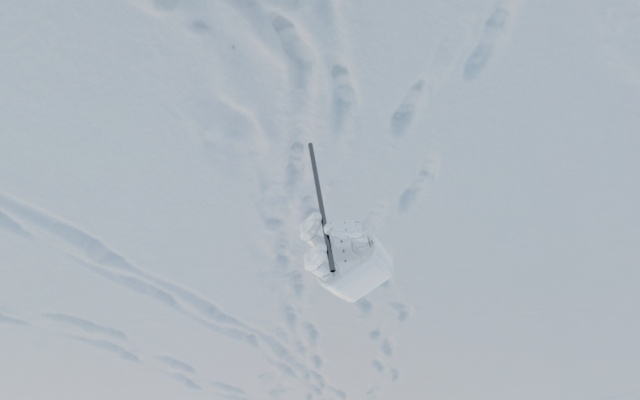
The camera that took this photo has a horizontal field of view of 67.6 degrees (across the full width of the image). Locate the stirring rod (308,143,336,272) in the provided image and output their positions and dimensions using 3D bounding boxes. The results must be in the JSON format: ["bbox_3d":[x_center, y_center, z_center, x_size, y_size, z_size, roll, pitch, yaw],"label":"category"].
[{"bbox_3d":[0.000,0.002,0.747,0.011,0.239,0.011,-7,-34,-5],"label":"stirring rod"}]
